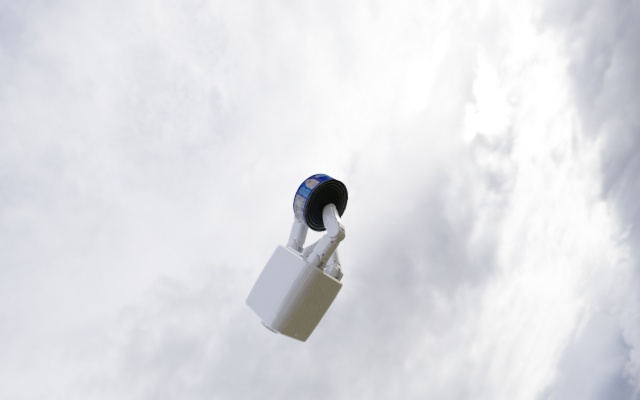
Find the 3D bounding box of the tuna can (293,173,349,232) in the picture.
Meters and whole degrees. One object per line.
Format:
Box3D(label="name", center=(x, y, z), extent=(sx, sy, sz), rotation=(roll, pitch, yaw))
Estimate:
Box3D(label="tuna can", center=(0.000, 0.002, 0.724), extent=(0.086, 0.086, 0.033), rotation=(0, 22, -44))
